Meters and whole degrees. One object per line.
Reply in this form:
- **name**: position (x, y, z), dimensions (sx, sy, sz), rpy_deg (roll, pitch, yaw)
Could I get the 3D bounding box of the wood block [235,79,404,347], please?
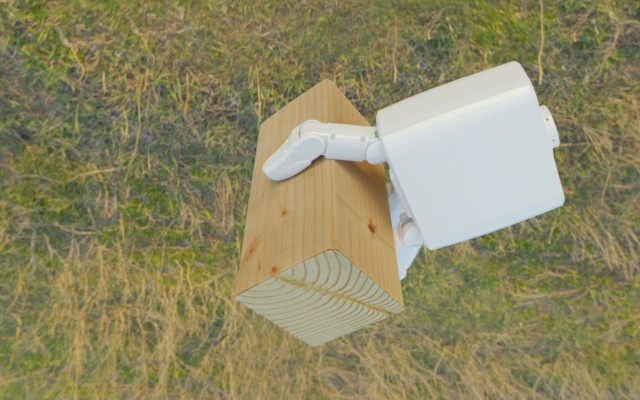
- **wood block**: position (0.000, 0.001, 0.411), dimensions (0.090, 0.206, 0.091), rpy_deg (-29, -52, 25)
